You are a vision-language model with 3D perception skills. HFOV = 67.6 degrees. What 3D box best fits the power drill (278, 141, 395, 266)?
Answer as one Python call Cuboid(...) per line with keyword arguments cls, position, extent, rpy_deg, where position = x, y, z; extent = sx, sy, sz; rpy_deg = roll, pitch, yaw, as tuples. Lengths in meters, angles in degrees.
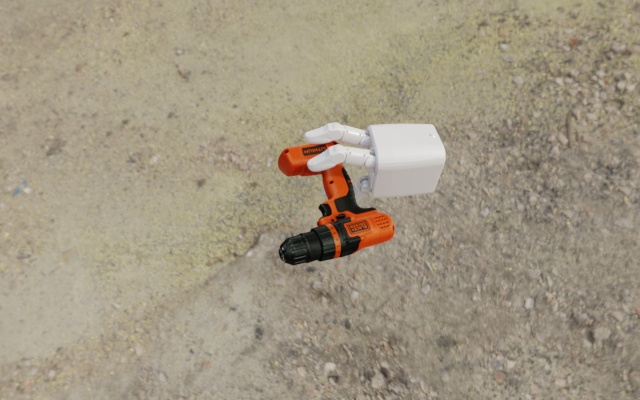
Cuboid(cls="power drill", position=(0.000, 0.002, 0.729), extent=(0.184, 0.187, 0.057), rpy_deg=(-11, -27, -26))
